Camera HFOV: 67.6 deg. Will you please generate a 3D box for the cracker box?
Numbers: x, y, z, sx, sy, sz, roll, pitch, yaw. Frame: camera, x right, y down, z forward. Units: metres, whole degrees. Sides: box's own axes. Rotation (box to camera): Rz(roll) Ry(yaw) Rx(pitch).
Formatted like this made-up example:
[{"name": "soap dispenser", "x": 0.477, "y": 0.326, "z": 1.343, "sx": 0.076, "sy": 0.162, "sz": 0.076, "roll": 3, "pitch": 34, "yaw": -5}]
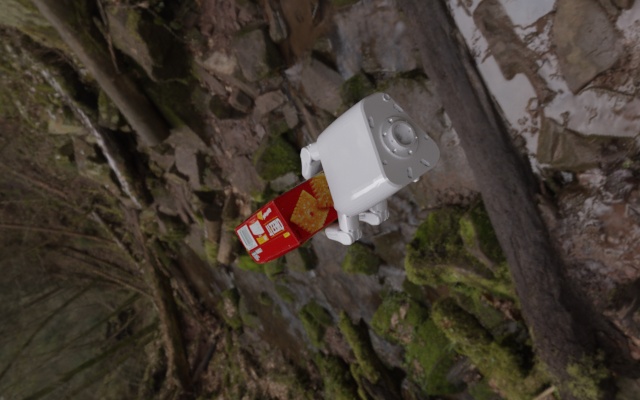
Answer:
[{"name": "cracker box", "x": 0.000, "y": 0.002, "z": 0.695, "sx": 0.213, "sy": 0.072, "sz": 0.164, "roll": -31, "pitch": 0, "yaw": -31}]
